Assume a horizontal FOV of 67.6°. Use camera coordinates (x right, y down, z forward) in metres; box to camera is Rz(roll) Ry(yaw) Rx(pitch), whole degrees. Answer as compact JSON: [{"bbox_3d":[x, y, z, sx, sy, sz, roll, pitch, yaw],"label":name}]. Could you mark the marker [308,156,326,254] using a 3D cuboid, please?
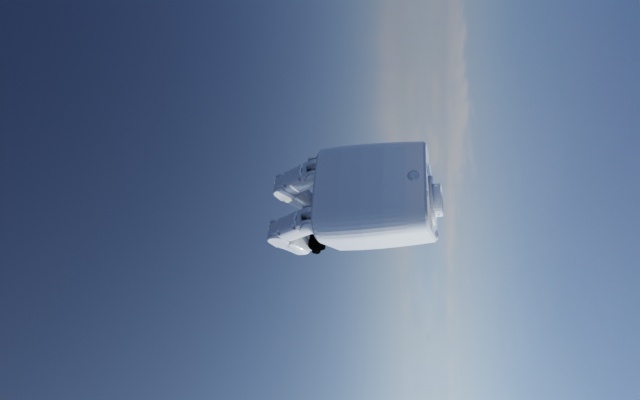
[{"bbox_3d":[0.000,0.002,0.531,0.020,0.121,0.020,4,-28,2],"label":"marker"}]
